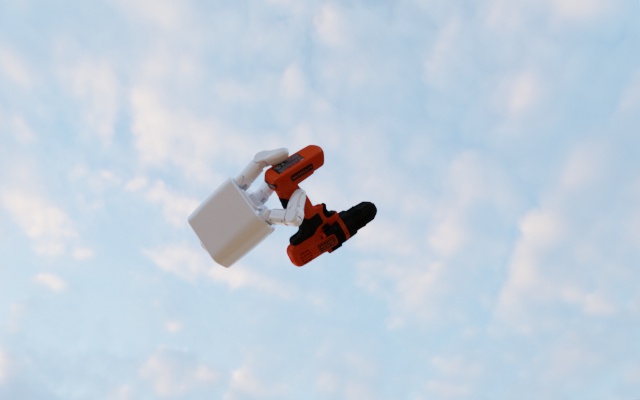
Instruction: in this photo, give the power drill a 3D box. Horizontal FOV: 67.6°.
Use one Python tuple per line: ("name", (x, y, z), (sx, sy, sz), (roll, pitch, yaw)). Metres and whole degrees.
("power drill", (0.000, 0.002, 0.819), (0.184, 0.188, 0.057), (-32, 29, -15))
